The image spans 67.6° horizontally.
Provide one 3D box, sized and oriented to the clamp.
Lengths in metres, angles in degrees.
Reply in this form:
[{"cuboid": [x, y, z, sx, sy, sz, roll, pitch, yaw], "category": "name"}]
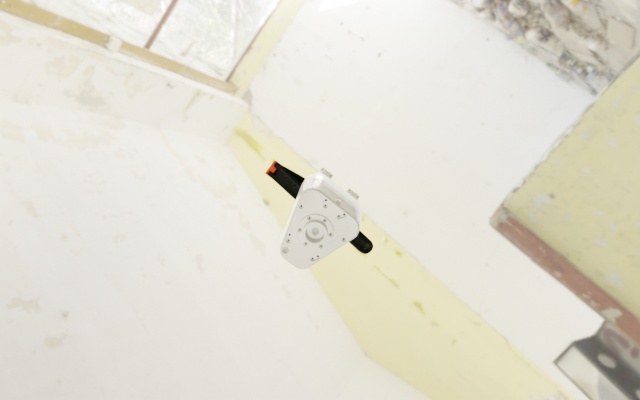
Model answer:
[{"cuboid": [-0.001, 0.003, 0.820, 0.210, 0.036, 0.164, 37, 10, -5], "category": "clamp"}]
